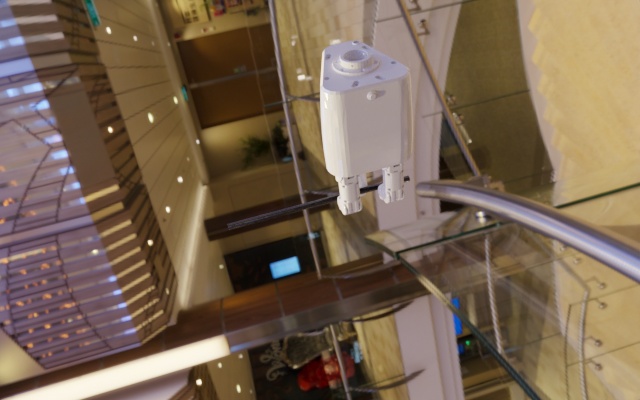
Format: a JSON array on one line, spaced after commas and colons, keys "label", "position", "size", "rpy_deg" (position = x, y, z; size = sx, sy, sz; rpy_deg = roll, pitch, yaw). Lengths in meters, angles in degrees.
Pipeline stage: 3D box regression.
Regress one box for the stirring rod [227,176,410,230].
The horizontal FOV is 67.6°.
[{"label": "stirring rod", "position": [0.000, 0.002, 0.610], "size": [0.239, 0.011, 0.011], "rpy_deg": [-15, 2, -7]}]
